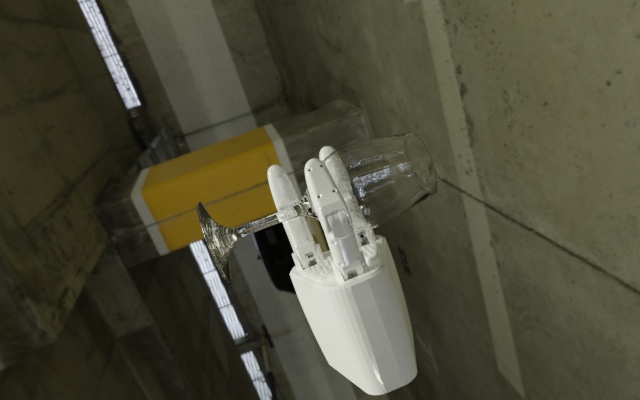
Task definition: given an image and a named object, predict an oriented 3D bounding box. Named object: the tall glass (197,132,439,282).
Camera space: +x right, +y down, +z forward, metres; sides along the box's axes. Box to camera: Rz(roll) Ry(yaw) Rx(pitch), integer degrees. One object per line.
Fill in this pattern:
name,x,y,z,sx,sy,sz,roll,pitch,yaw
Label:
tall glass,-0.001,0.002,0.424,0.201,0.079,0.079,-21,2,-6
